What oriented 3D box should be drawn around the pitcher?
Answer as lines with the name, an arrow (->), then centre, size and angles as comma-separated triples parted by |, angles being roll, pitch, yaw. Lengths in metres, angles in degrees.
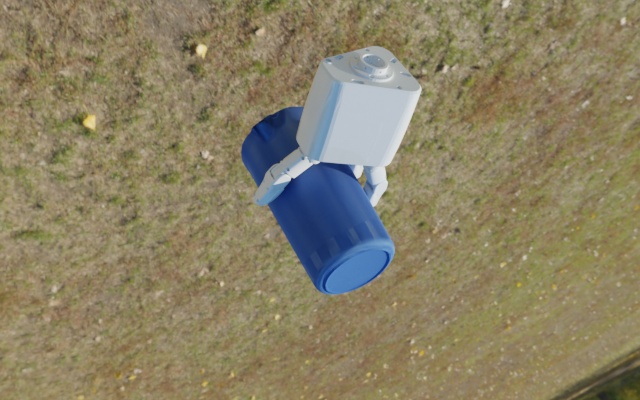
pitcher -> 0.000, 0.002, 0.642 | 0.149, 0.242, 0.145 | -8, -39, -29
